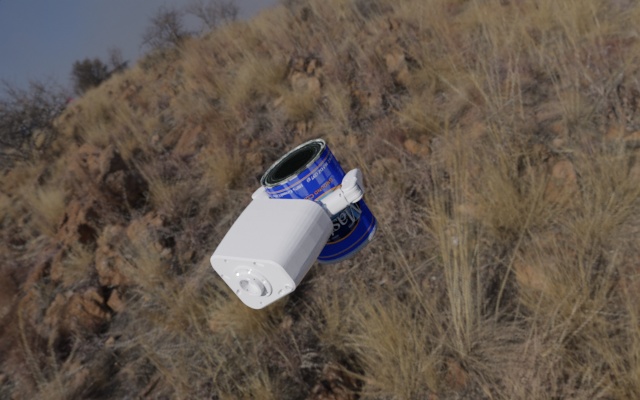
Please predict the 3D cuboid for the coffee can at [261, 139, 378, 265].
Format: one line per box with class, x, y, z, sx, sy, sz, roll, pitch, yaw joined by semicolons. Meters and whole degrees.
coffee can;0.000;0.002;0.653;0.103;0.140;0.102;-29;23;14
